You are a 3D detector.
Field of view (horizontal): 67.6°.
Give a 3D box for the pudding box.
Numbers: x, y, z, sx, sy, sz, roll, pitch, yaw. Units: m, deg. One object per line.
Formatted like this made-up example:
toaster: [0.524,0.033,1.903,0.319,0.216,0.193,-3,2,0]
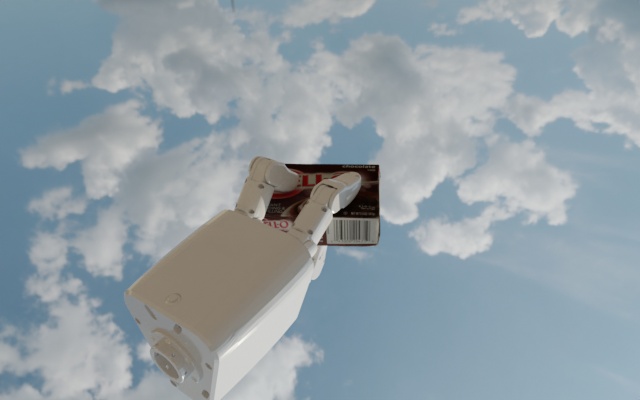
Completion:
pudding box: [0.000,0.002,0.453,0.113,0.039,0.090,3,36,5]
